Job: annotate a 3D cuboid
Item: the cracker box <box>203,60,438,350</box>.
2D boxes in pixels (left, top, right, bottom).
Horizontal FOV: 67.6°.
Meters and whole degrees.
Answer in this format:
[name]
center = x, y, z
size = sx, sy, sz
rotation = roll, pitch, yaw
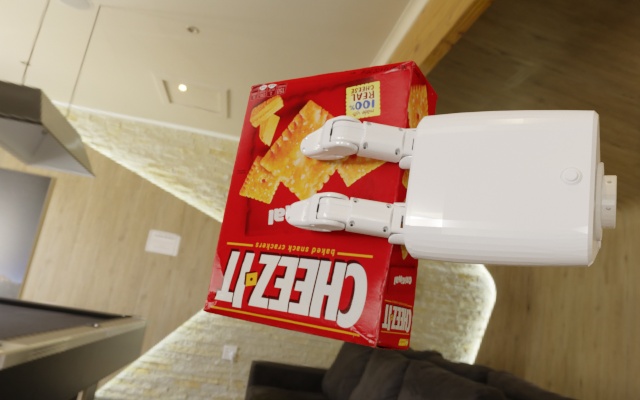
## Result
[cracker box]
center = 0.000, 0.001, 0.402
size = 0.164, 0.213, 0.072
rotation = 2, -15, 32
